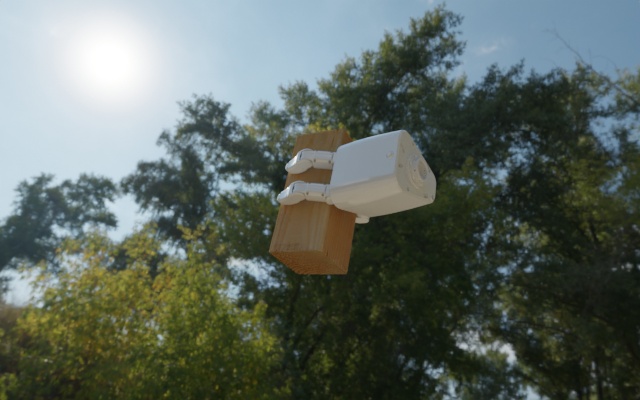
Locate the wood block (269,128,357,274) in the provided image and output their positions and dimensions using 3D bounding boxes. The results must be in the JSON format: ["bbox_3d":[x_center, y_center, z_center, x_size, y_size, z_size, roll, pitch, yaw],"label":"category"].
[{"bbox_3d":[0.001,0.002,0.743,0.090,0.206,0.091,-5,-31,29],"label":"wood block"}]
